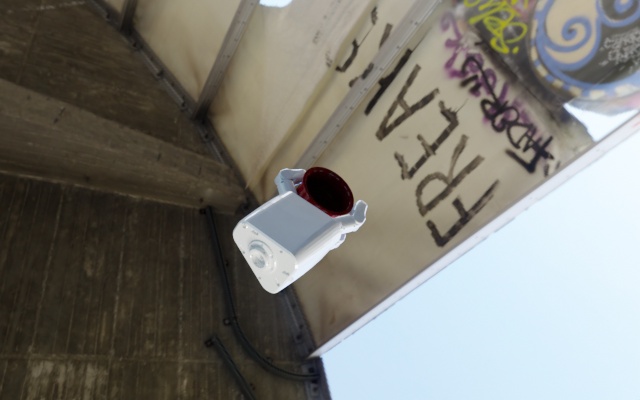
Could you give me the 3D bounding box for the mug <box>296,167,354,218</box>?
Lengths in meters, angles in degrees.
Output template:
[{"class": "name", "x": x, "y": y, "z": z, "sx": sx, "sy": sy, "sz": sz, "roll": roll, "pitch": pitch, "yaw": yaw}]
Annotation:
[{"class": "mug", "x": 0.001, "y": 0.002, "z": 0.777, "sx": 0.117, "sy": 0.093, "sz": 0.081, "roll": -32, "pitch": -13, "yaw": -49}]
